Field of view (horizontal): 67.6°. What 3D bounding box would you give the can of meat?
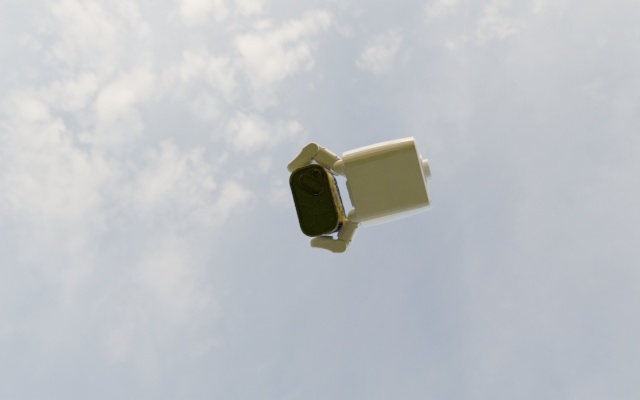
[{"bbox_3d":[0.000,0.002,0.713,0.057,0.102,0.084,-16,-8,13],"label":"can of meat"}]
